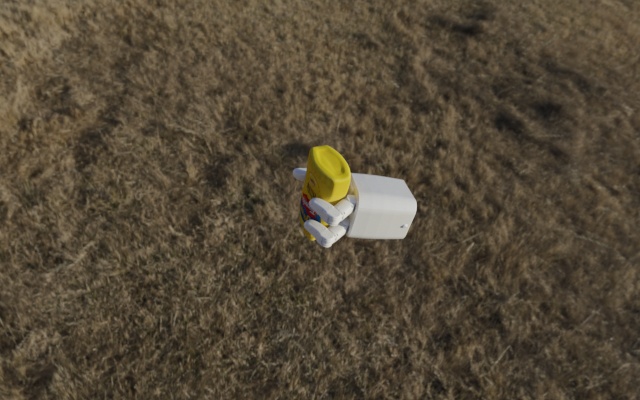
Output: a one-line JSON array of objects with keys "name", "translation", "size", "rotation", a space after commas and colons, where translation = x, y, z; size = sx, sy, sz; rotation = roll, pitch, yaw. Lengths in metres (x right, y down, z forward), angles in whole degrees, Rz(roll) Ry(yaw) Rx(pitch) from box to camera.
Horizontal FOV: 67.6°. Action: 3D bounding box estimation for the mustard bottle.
[{"name": "mustard bottle", "translation": [0.000, 0.003, 0.850], "size": [0.058, 0.192, 0.096], "rotation": [-14, 50, -26]}]
